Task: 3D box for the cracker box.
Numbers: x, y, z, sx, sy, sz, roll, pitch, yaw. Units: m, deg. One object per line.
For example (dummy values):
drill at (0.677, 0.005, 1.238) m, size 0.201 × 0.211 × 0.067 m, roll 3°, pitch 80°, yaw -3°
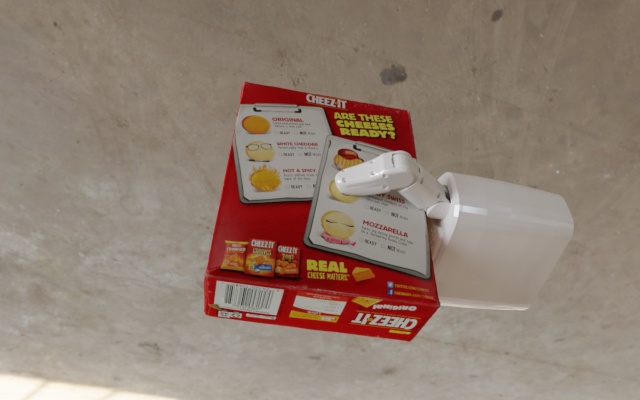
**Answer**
cracker box at (0.000, 0.001, 0.408) m, size 0.164 × 0.213 × 0.072 m, roll 9°, pitch -42°, yaw -9°
